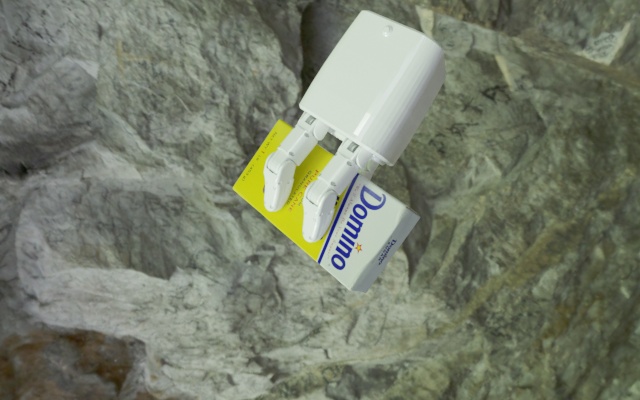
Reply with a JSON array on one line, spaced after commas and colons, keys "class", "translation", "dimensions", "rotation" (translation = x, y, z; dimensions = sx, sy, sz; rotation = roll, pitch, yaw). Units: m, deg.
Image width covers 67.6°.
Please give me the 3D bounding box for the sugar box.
[{"class": "sugar box", "translation": [0.000, 0.001, 0.475], "dimensions": [0.176, 0.093, 0.048], "rotation": [37, 6, 32]}]
